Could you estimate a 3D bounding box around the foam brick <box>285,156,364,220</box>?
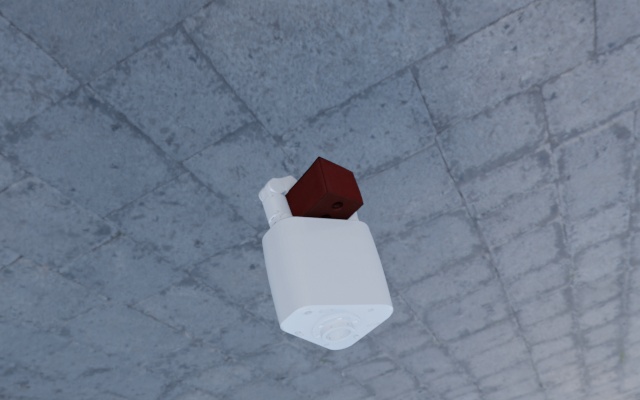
[{"bbox_3d":[0.000,0.001,0.527,0.053,0.051,0.078,19,-51,-34],"label":"foam brick"}]
